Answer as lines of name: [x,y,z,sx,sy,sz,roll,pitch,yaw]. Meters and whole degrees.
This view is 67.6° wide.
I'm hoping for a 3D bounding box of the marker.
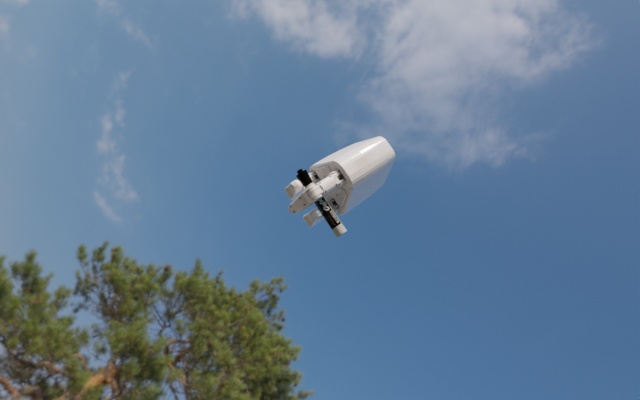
marker: [0.000,0.002,0.744,0.020,0.121,0.020,-34,-3,-2]
